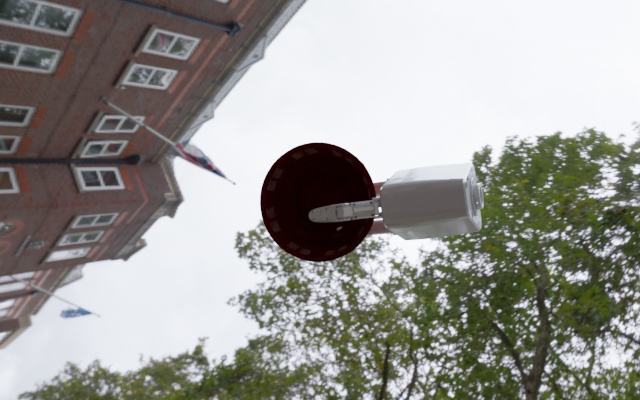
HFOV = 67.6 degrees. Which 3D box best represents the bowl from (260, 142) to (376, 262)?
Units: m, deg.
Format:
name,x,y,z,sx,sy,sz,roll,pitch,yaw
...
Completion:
name,x,y,z,sx,sy,sz,roll,pitch,yaw
bowl,-0.001,0.002,0.666,0.162,0.162,0.055,0,0,12
